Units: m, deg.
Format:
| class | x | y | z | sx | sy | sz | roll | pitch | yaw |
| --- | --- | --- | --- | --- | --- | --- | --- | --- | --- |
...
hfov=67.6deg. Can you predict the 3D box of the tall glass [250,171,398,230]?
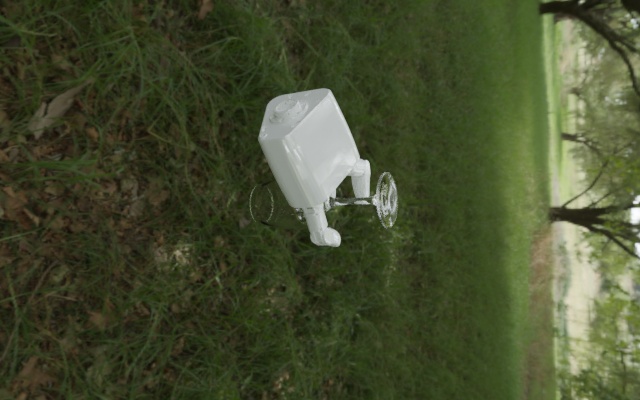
| class | x | y | z | sx | sy | sz | roll | pitch | yaw |
| --- | --- | --- | --- | --- | --- | --- | --- | --- | --- |
| tall glass | 0.001 | 0.002 | 0.666 | 0.201 | 0.079 | 0.079 | -2 | -1 | 28 |
